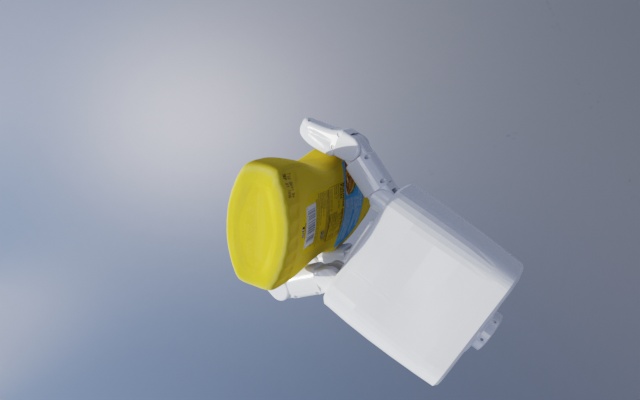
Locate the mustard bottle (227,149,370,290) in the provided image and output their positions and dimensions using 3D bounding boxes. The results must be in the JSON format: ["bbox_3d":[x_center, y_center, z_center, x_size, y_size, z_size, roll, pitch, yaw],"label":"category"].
[{"bbox_3d":[0.000,0.001,0.420,0.058,0.096,0.191,12,18,27],"label":"mustard bottle"}]
